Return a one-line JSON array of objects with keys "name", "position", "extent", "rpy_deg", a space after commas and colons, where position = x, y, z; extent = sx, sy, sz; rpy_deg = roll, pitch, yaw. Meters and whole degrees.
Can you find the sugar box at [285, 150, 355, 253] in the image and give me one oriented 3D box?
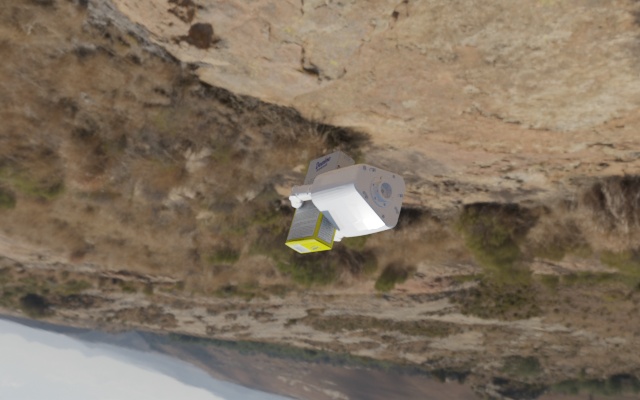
[{"name": "sugar box", "position": [0.001, 0.003, 0.855], "extent": [0.048, 0.176, 0.093], "rpy_deg": [33, -27, -29]}]
